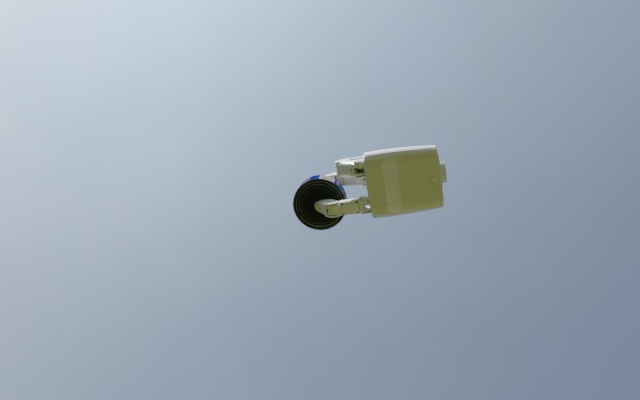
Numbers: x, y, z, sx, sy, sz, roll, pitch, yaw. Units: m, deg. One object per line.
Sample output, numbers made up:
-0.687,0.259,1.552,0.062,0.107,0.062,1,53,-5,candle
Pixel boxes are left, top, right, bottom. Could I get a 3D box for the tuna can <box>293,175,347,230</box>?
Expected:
0.000,0.002,0.776,0.086,0.086,0.033,0,17,7,tuna can
